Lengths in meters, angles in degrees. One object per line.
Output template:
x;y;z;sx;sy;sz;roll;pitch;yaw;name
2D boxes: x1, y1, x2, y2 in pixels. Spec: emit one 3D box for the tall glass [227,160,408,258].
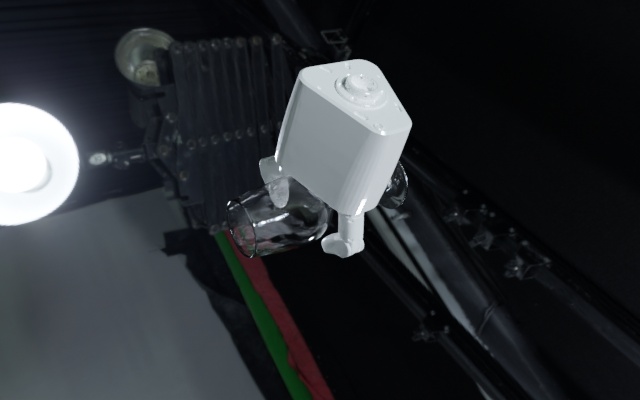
0.001;0.002;0.530;0.201;0.079;0.079;-19;10;-32;tall glass
